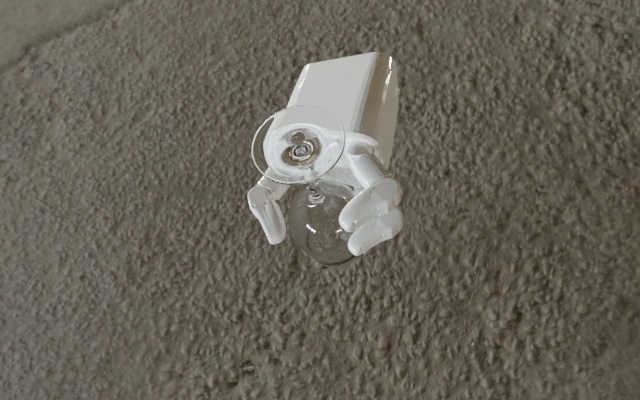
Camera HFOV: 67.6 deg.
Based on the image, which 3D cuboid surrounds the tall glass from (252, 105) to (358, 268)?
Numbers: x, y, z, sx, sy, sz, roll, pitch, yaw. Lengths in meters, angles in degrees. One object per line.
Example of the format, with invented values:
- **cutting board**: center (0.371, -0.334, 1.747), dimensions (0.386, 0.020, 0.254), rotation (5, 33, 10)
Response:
- **tall glass**: center (0.000, 0.001, 0.454), dimensions (0.079, 0.079, 0.201), rotation (0, -28, 11)
